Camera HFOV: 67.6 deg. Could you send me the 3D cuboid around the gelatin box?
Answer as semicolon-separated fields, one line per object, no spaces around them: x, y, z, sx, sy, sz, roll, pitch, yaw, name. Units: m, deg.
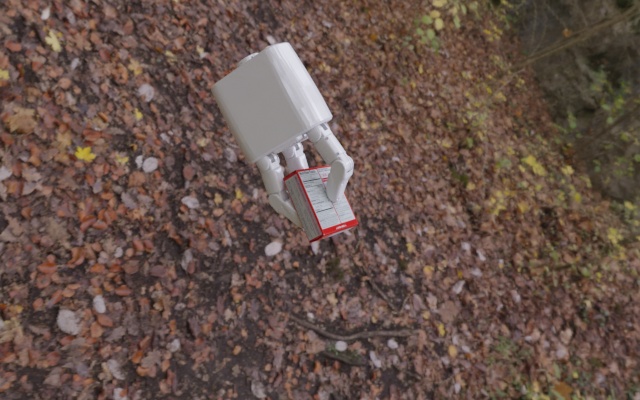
0.001;0.002;0.602;0.030;0.089;0.073;-31;-10;38;gelatin box
